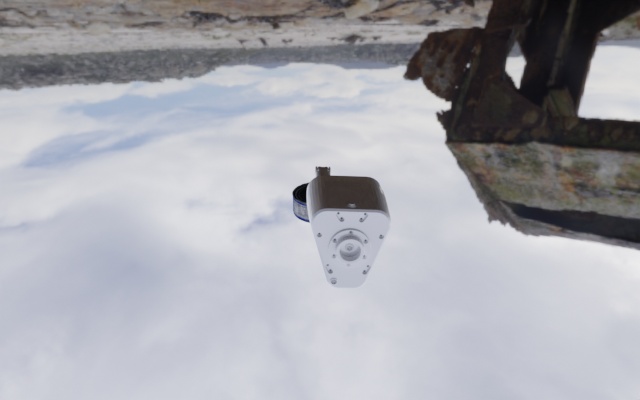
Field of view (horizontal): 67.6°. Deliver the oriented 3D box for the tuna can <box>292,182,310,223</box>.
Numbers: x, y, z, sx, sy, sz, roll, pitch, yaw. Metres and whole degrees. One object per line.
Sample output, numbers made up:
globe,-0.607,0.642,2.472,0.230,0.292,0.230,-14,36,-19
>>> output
tuna can,0.000,0.003,0.726,0.086,0.034,0.086,0,25,0
